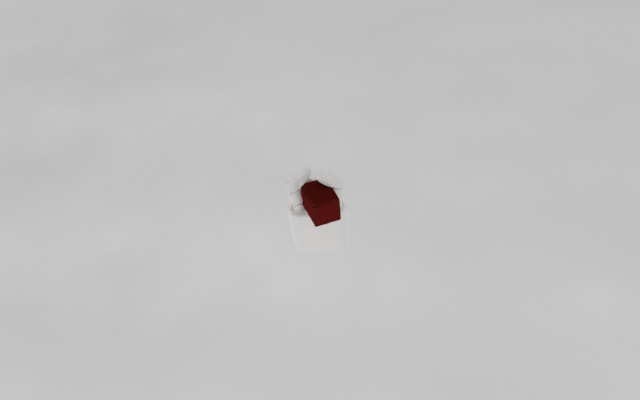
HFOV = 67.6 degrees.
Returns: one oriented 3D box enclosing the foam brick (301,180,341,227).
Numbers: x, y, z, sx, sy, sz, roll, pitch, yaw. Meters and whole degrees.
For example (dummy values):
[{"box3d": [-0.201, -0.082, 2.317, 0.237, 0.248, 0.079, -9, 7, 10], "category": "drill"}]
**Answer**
[{"box3d": [0.000, 0.003, 0.899, 0.053, 0.051, 0.078, -16, 39, -13], "category": "foam brick"}]
